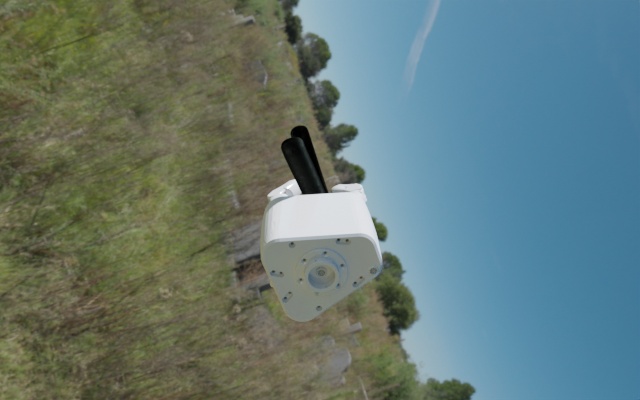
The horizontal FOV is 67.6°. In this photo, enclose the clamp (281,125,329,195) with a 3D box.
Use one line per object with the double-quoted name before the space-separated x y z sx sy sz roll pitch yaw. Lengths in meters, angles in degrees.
"clamp" 0.001 0.002 0.604 0.036 0.210 0.164 -19 20 6
